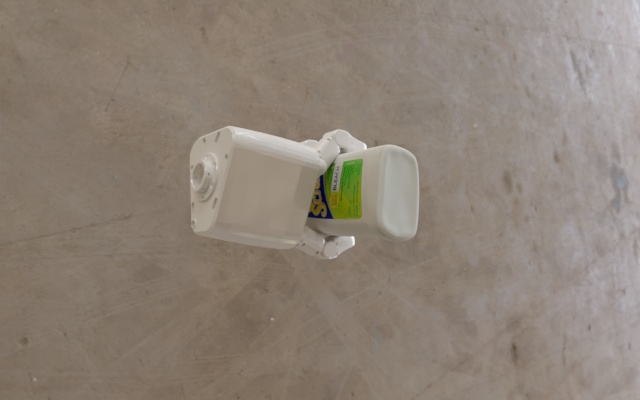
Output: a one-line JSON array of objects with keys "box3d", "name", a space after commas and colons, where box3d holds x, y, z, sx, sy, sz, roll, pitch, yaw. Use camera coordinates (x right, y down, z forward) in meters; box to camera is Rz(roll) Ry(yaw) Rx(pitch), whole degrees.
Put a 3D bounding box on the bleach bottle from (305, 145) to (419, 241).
[{"box3d": [0.000, 0.002, 0.581, 0.068, 0.102, 0.251, 13, -14, -40], "name": "bleach bottle"}]
